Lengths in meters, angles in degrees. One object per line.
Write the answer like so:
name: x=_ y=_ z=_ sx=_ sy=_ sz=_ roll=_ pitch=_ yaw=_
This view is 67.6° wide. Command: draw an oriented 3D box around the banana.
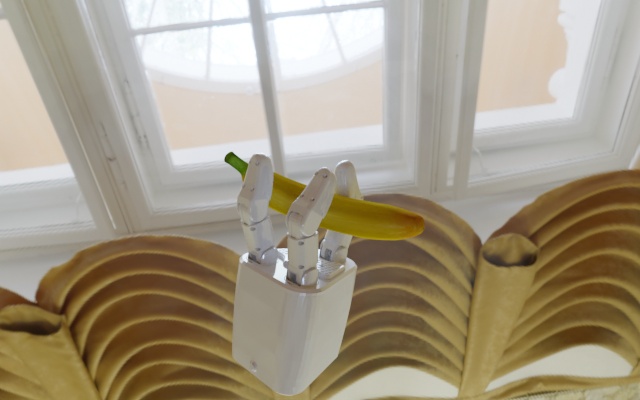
banana: x=0.002 y=0.005 z=0.448 sx=0.198 sy=0.037 sz=0.070 roll=18 pitch=-9 yaw=19
